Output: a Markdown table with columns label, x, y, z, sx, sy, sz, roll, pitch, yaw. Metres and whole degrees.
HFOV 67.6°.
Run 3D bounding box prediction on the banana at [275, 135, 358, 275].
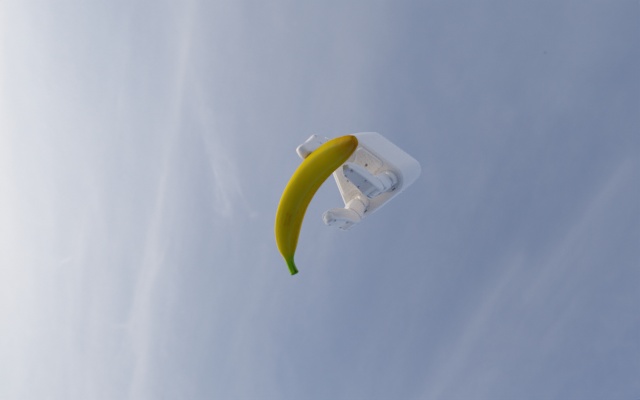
| label | x | y | z | sx | sy | sz | roll | pitch | yaw |
| --- | --- | --- | --- | --- | --- | --- | --- | --- | --- |
| banana | -0.016 | -0.004 | 0.603 | 0.069 | 0.198 | 0.037 | 33 | 23 | 23 |
